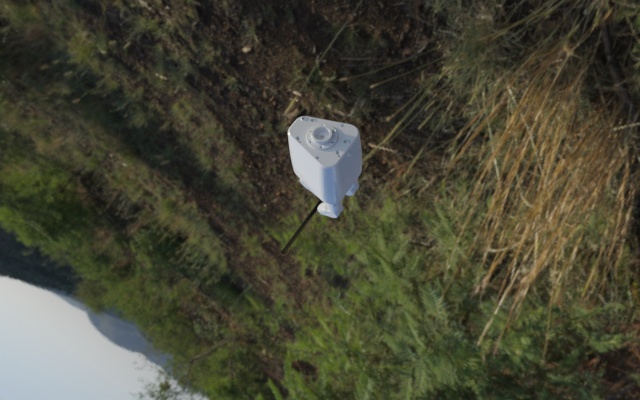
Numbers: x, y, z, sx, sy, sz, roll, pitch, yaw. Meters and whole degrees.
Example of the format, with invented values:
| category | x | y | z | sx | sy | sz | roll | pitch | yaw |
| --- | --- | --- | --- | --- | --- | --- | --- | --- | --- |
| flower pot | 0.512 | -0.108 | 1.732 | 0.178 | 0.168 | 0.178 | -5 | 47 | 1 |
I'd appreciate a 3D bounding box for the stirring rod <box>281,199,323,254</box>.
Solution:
| category | x | y | z | sx | sy | sz | roll | pitch | yaw |
| --- | --- | --- | --- | --- | --- | --- | --- | --- | --- |
| stirring rod | 0.000 | 0.003 | 0.886 | 0.011 | 0.239 | 0.011 | 31 | -23 | 14 |
